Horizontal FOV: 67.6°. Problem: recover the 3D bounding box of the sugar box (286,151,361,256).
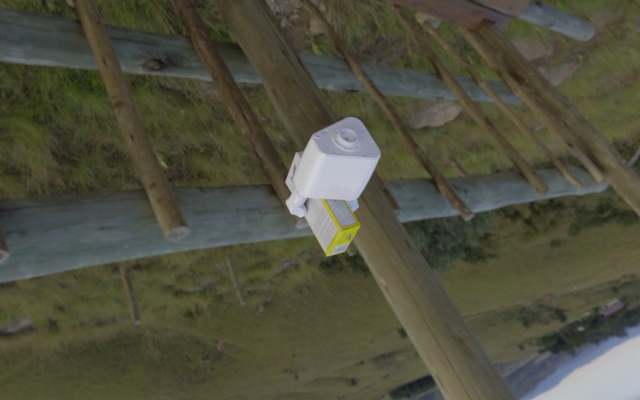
[{"bbox_3d":[0.001,0.003,0.856,0.048,0.176,0.093,-13,-30,-27],"label":"sugar box"}]
